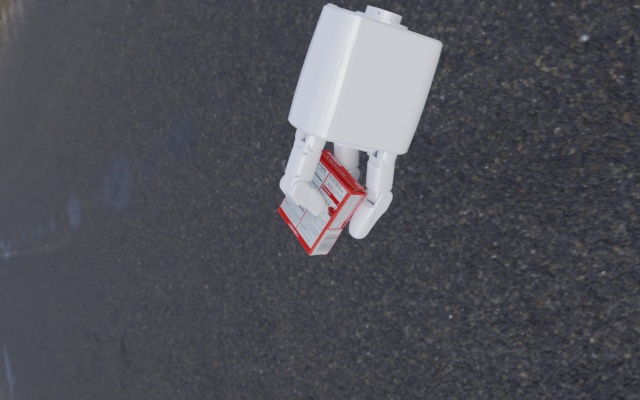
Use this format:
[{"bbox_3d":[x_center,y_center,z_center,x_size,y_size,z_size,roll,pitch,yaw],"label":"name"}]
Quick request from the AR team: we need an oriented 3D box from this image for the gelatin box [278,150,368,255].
[{"bbox_3d":[0.000,0.002,0.505,0.030,0.089,0.073,4,37,-45],"label":"gelatin box"}]
